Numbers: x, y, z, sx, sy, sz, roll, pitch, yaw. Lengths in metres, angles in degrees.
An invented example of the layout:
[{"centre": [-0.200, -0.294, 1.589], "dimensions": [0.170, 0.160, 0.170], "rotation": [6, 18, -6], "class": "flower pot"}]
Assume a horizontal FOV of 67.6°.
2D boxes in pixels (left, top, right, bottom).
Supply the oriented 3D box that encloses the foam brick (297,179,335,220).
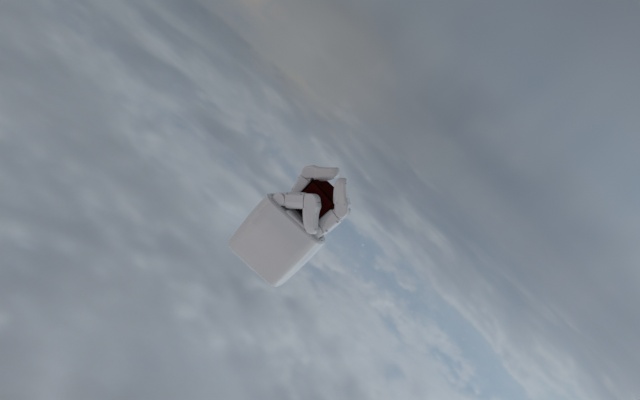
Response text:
[{"centre": [0.000, 0.003, 0.764], "dimensions": [0.053, 0.051, 0.078], "rotation": [46, 14, 14], "class": "foam brick"}]
